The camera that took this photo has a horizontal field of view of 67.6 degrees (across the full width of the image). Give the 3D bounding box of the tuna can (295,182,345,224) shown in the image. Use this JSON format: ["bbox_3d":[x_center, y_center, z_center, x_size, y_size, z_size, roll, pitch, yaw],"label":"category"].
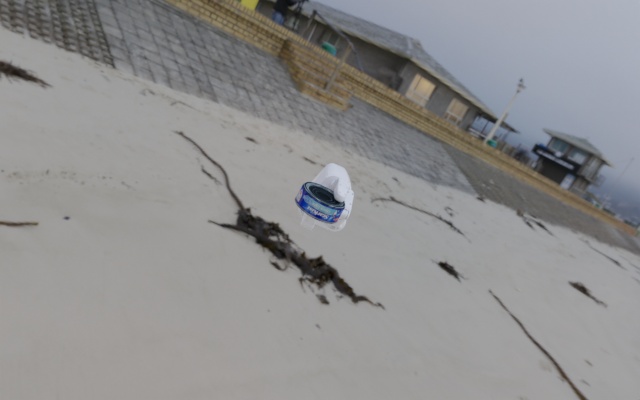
[{"bbox_3d":[0.000,0.002,0.839,0.086,0.034,0.086,26,20,-10],"label":"tuna can"}]
